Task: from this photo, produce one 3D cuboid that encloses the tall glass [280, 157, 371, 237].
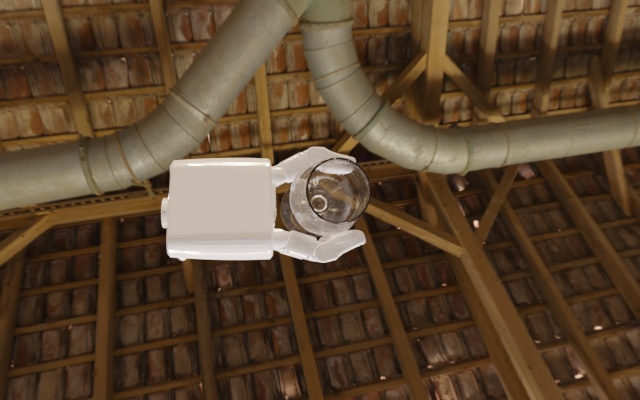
[{"bbox_3d":[0.000,0.002,0.533,0.079,0.079,0.201,0,-6,-10],"label":"tall glass"}]
